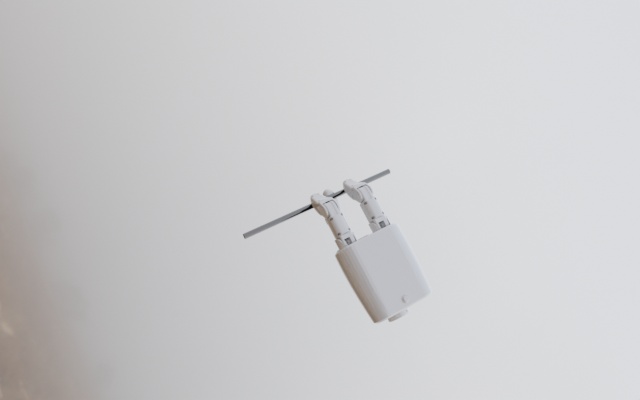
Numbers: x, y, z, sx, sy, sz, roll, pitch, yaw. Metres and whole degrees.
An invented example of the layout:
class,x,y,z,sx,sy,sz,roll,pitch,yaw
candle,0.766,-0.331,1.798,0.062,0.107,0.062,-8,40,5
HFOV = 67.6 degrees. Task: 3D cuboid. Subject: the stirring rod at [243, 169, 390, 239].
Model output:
class,x,y,z,sx,sy,sz,roll,pitch,yaw
stirring rod,0.000,0.002,0.686,0.239,0.011,0.011,-24,8,-19
